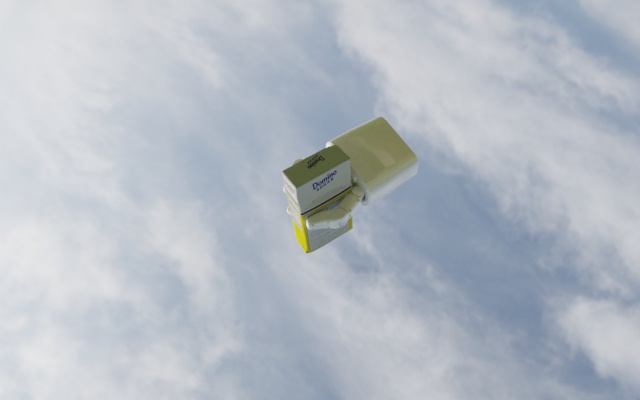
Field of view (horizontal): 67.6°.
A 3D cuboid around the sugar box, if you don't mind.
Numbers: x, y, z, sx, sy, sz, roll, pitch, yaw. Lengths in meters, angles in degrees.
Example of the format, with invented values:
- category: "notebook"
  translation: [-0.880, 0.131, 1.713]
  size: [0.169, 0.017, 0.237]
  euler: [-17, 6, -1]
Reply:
- category: "sugar box"
  translation: [0.000, 0.002, 0.730]
  size: [0.093, 0.176, 0.048]
  euler: [-29, 54, -17]
